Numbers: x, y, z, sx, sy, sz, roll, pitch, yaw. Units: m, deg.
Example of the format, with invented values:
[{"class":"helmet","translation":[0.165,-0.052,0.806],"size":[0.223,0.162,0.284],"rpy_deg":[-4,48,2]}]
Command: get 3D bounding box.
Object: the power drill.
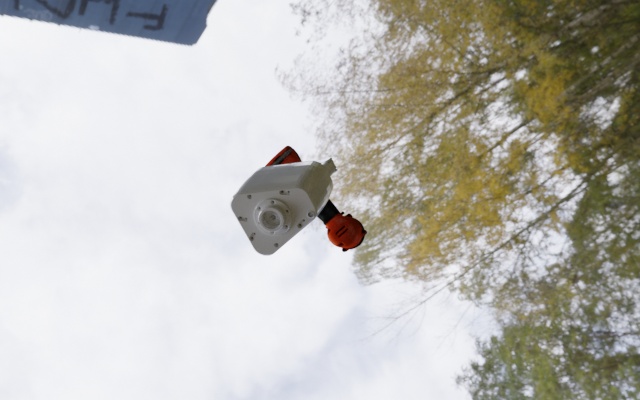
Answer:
[{"class":"power drill","translation":[0.000,0.002,0.772],"size":[0.057,0.187,0.184],"rpy_deg":[-44,-10,1]}]
